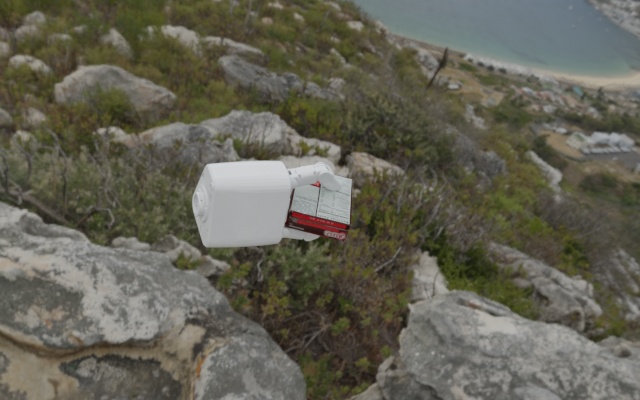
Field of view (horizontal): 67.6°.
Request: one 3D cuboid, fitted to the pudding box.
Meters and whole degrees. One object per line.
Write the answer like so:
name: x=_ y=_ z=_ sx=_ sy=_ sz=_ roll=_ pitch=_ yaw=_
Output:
pudding box: x=0.000 y=0.002 z=0.702 sx=0.090 sy=0.039 sz=0.113 roll=15 pitch=41 yaw=-7
